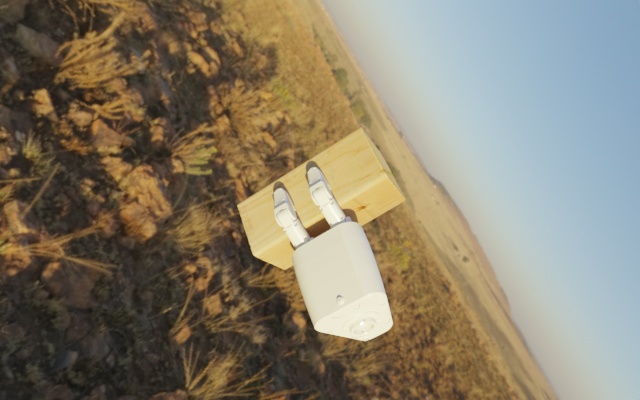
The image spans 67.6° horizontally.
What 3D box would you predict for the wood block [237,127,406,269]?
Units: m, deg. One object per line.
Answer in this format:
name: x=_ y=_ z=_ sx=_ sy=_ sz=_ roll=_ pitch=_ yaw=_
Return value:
wood block: x=0.000 y=0.003 z=0.669 sx=0.206 sy=0.090 sz=0.091 roll=-31 pitch=-31 yaw=13
